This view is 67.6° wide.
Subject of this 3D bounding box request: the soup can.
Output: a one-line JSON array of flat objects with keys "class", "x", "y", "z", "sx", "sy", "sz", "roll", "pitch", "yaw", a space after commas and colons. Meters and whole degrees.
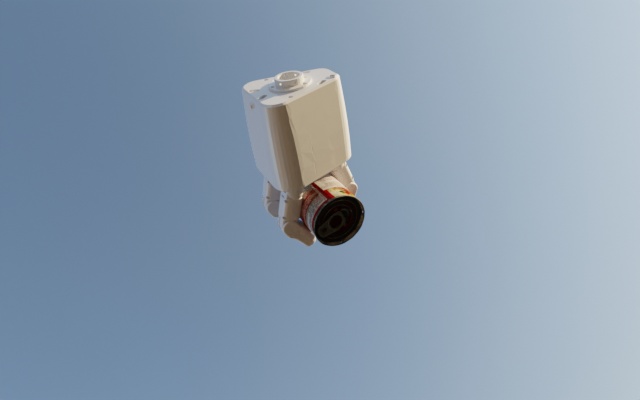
[{"class": "soup can", "x": 0.000, "y": 0.002, "z": 0.597, "sx": 0.068, "sy": 0.068, "sz": 0.102, "roll": 0, "pitch": 27, "yaw": -30}]
